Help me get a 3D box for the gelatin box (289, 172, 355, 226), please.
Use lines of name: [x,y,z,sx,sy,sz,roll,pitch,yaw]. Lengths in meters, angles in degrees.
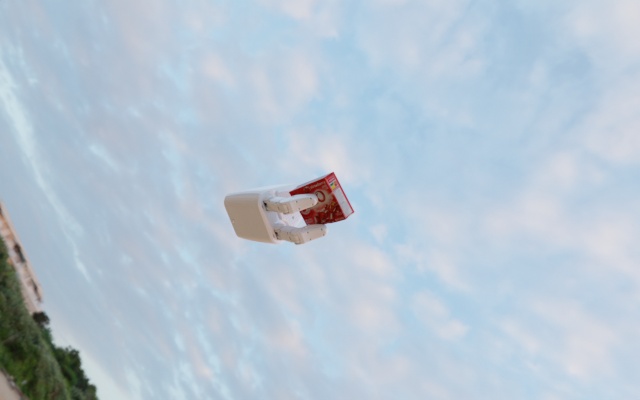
gelatin box: [0.001,0.002,0.758,0.089,0.073,0.030,-19,12,44]
